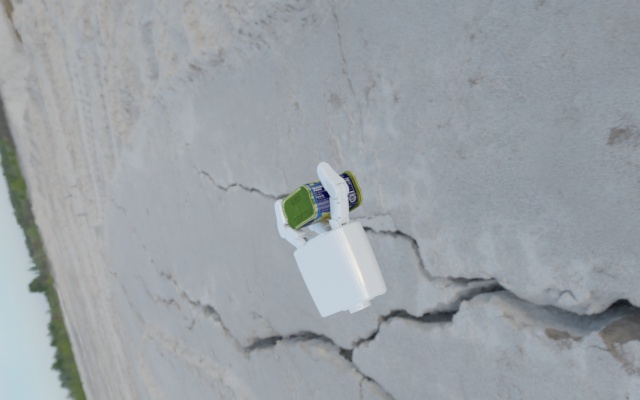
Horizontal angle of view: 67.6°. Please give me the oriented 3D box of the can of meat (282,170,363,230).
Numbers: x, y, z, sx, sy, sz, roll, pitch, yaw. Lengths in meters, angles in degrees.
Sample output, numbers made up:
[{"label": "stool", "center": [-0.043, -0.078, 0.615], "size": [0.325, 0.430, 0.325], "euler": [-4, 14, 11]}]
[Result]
[{"label": "can of meat", "center": [0.000, 0.002, 0.717], "size": [0.084, 0.057, 0.102], "euler": [-17, -10, -31]}]
